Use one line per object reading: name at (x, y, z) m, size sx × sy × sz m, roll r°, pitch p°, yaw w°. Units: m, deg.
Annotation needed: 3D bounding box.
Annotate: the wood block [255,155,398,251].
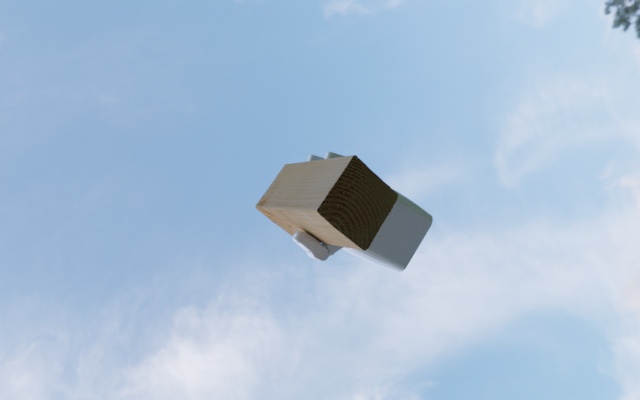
wood block at (0.000, 0.003, 0.681) m, size 0.090 × 0.090 × 0.206 m, roll 40°, pitch -18°, yaw -23°
